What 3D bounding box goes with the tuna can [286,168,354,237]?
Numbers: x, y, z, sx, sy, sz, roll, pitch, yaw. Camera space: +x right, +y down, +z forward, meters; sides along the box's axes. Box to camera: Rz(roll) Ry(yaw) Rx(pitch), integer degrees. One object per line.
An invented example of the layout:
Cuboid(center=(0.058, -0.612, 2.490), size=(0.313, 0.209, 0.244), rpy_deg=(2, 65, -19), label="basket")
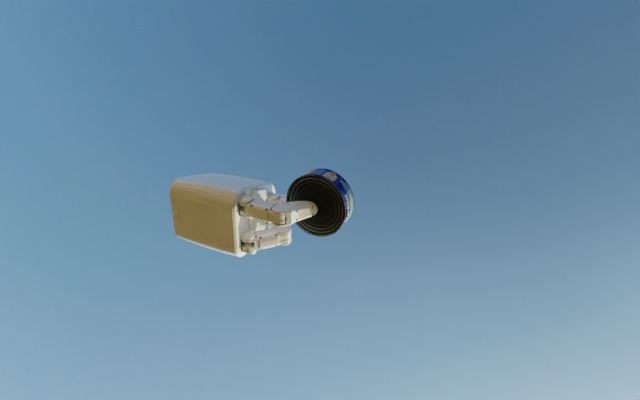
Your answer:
Cuboid(center=(0.000, 0.002, 0.628), size=(0.086, 0.086, 0.033), rpy_deg=(0, 21, 28), label="tuna can")
